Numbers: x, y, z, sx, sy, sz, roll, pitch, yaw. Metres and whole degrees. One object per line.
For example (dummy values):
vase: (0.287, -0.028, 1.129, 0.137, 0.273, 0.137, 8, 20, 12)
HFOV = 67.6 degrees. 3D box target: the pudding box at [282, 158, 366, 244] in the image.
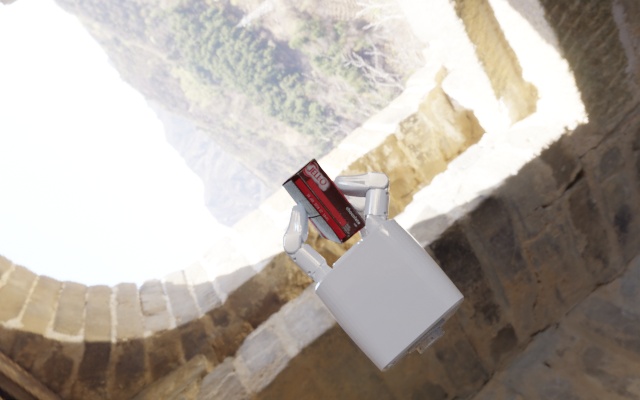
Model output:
pudding box: (0.000, 0.002, 0.542, 0.039, 0.090, 0.113, -39, 5, -10)
